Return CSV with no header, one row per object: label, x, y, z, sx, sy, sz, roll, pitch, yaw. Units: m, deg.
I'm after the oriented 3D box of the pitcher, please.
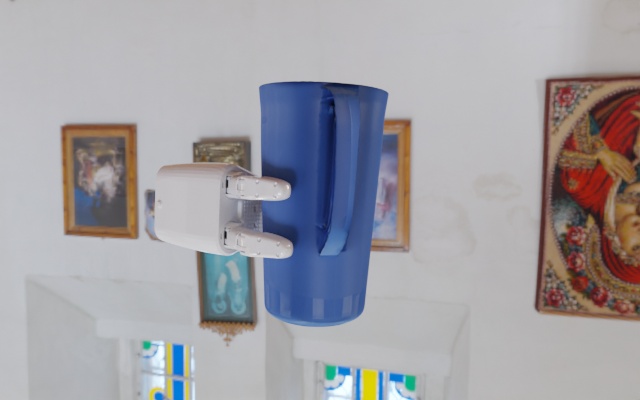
pitcher,0.000,0.002,0.493,0.145,0.243,0.149,5,6,31
